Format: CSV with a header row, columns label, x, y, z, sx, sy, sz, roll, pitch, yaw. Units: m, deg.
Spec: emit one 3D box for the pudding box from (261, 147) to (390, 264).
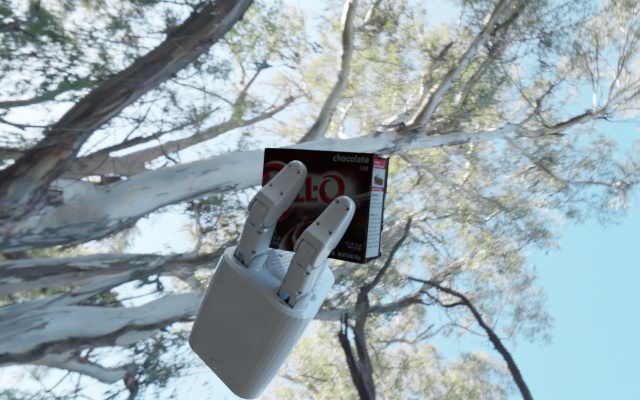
label,x,y,z,sx,sy,sz,roll,pitch,yaw
pudding box,0.000,0.001,0.416,0.113,0.090,0.039,6,4,29
